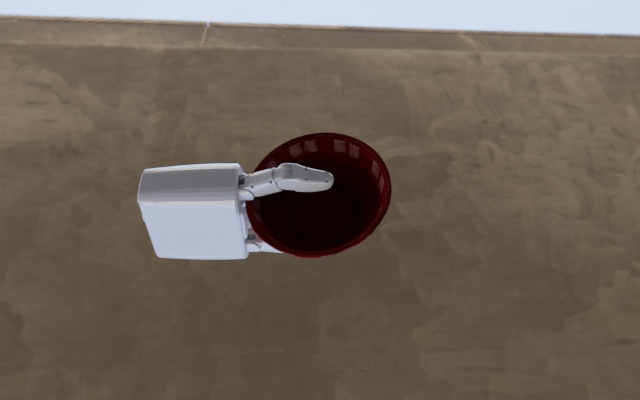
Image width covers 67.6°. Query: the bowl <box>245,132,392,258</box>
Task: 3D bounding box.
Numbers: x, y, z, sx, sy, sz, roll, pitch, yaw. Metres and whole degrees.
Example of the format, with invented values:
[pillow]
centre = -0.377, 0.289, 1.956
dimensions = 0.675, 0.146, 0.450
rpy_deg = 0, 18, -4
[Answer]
[bowl]
centre = 0.001, 0.002, 0.540
dimensions = 0.162, 0.162, 0.055
rpy_deg = 0, -32, 11
